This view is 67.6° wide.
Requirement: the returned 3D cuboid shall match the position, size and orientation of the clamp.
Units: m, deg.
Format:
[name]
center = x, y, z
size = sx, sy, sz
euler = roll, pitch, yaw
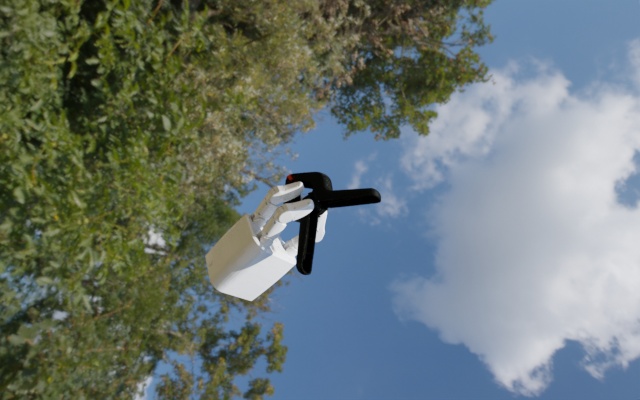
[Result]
[clamp]
center = 0.000, 0.003, 0.764
size = 0.036, 0.164, 0.209
euler = 43, 10, -36
